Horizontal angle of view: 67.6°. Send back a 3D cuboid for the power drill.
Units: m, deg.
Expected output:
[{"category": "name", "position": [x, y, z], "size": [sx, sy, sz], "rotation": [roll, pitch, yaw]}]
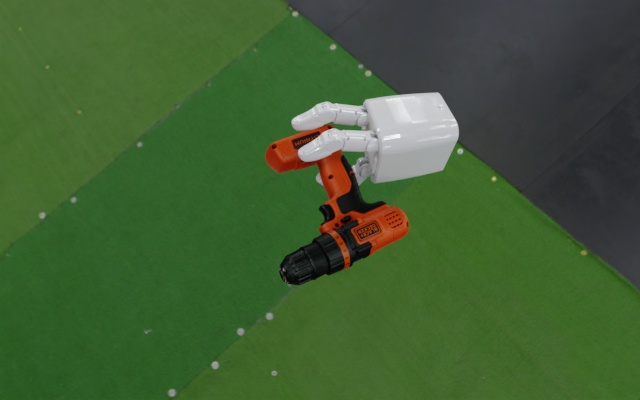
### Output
[{"category": "power drill", "position": [0.000, 0.002, 0.627], "size": [0.184, 0.187, 0.057], "rotation": [-22, -17, -23]}]
